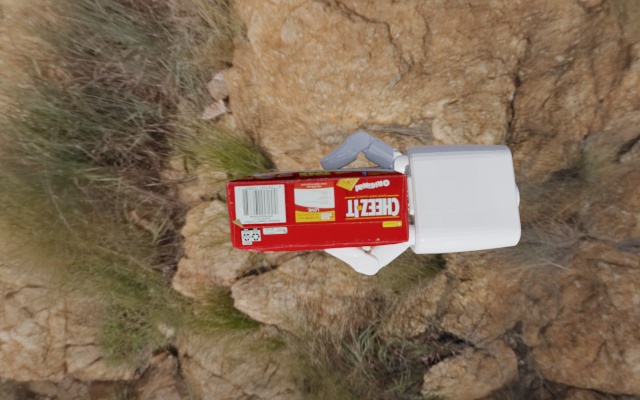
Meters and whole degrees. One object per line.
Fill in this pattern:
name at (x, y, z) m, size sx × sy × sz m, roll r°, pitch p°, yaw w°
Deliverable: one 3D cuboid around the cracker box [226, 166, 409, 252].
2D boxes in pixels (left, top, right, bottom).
cracker box at (0.000, 0.002, 0.530) m, size 0.164 × 0.072 × 0.213 m, roll -3°, pitch 5°, yaw 1°
